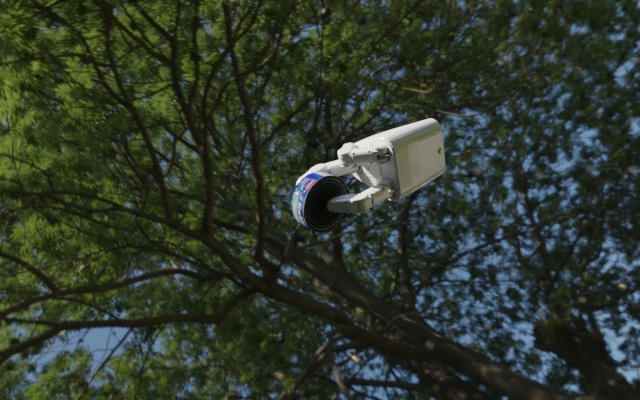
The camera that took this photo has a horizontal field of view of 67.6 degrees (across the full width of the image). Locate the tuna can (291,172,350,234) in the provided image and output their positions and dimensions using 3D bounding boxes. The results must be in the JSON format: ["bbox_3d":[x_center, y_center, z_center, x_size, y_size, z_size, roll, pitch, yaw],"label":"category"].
[{"bbox_3d":[0.000,0.002,0.690,0.086,0.086,0.033,0,14,-40],"label":"tuna can"}]
